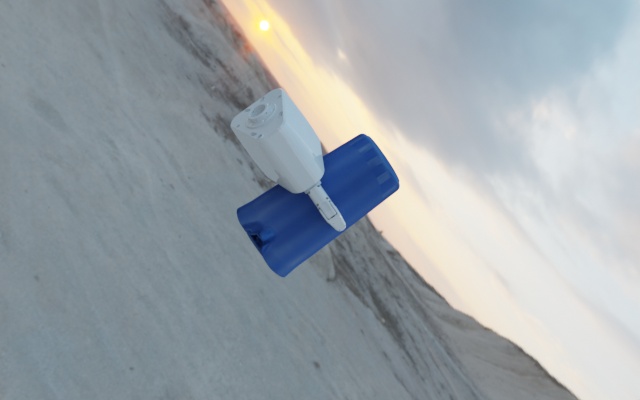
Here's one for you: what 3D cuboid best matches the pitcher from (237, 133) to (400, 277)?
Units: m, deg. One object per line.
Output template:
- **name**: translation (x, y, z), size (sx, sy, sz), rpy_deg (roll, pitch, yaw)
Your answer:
- **pitcher**: translation (0.000, 0.002, 0.768), size (0.243, 0.145, 0.149), rpy_deg (-34, 40, 4)
